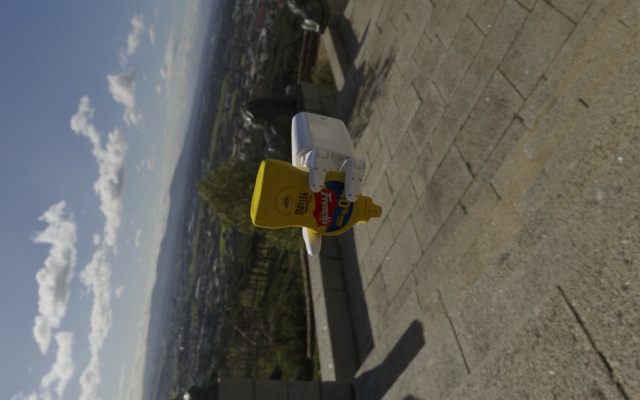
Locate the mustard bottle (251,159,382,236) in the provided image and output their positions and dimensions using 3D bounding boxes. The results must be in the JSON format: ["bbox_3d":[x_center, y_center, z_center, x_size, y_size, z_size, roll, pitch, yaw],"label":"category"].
[{"bbox_3d":[0.000,0.002,0.700,0.191,0.096,0.058,10,15,-17],"label":"mustard bottle"}]
